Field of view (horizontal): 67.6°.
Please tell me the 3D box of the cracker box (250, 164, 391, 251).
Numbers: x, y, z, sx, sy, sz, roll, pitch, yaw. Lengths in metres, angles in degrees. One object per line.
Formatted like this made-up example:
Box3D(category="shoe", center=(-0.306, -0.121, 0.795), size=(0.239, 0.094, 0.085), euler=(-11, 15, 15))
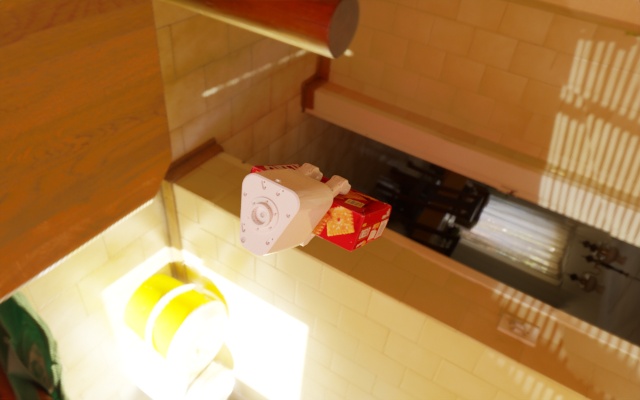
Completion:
Box3D(category="cracker box", center=(0.000, 0.003, 0.832), size=(0.213, 0.072, 0.164), euler=(25, 14, 20))
